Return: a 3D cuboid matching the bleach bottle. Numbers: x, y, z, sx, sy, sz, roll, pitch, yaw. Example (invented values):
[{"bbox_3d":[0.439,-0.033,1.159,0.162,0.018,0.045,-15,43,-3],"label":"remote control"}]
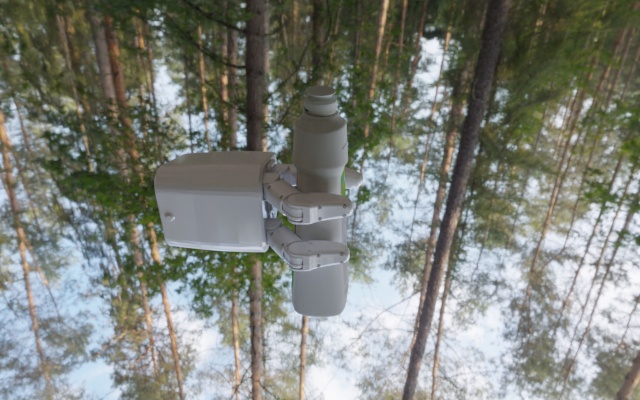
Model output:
[{"bbox_3d":[0.000,0.002,0.508,0.068,0.251,0.102,1,32,2],"label":"bleach bottle"}]
